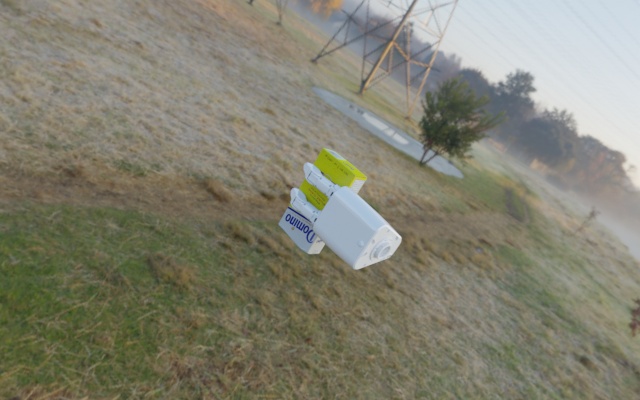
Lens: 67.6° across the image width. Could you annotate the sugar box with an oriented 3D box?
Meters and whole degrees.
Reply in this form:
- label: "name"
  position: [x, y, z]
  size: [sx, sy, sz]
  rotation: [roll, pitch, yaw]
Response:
- label: "sugar box"
  position: [0.000, 0.003, 0.872]
  size: [0.093, 0.176, 0.048]
  rotation: [43, 20, 32]
